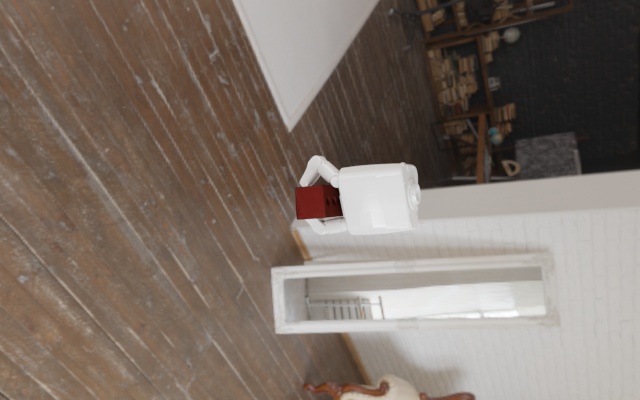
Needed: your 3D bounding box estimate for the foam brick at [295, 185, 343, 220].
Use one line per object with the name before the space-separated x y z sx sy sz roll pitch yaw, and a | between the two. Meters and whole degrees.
foam brick | 0.000 0.003 0.776 0.051 0.053 0.078 -4 -1 27
